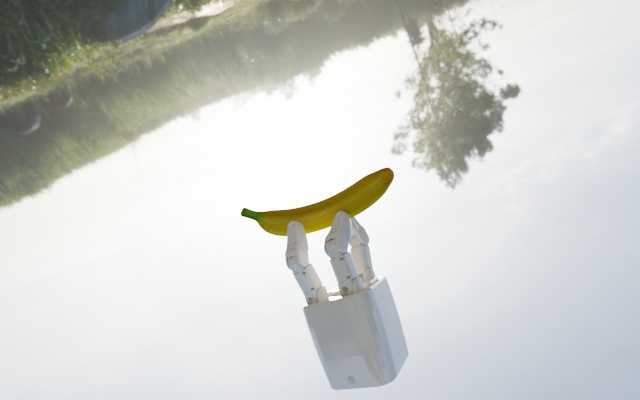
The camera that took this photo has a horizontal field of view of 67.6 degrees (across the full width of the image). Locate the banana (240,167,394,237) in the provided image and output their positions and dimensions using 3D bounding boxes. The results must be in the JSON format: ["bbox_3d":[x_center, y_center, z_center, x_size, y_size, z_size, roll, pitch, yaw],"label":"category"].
[{"bbox_3d":[0.003,0.010,0.596,0.198,0.037,0.070,-17,-27,14],"label":"banana"}]
